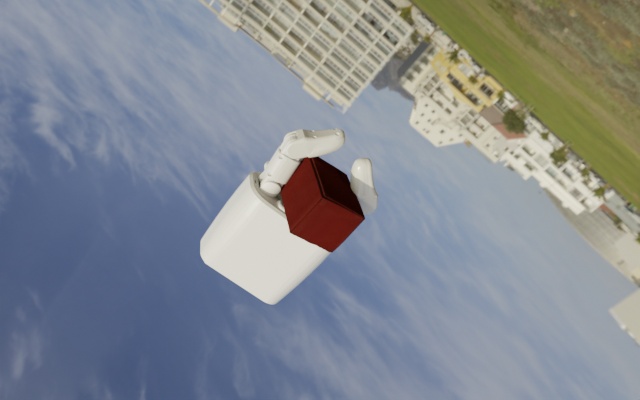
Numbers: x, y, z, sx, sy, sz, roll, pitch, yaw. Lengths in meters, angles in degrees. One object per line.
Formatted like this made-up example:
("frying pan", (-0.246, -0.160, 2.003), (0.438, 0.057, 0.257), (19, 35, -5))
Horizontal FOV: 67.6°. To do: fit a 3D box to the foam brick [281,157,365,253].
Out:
("foam brick", (0.000, 0.002, 0.464), (0.053, 0.051, 0.078), (29, 25, -29))
